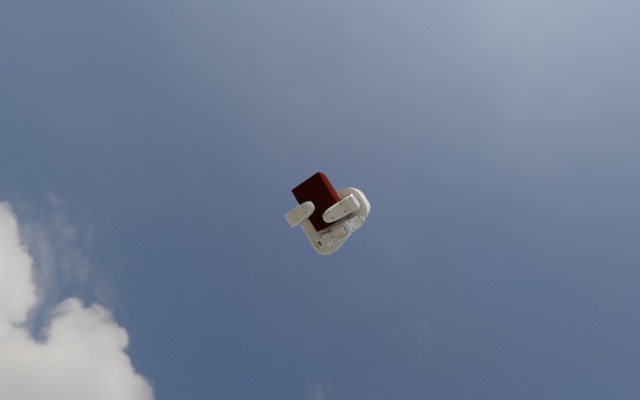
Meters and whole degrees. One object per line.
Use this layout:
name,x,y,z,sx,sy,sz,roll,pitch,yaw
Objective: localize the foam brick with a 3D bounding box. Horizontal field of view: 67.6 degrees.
foam brick,0.000,0.002,0.741,0.053,0.078,0.051,-32,-4,10
